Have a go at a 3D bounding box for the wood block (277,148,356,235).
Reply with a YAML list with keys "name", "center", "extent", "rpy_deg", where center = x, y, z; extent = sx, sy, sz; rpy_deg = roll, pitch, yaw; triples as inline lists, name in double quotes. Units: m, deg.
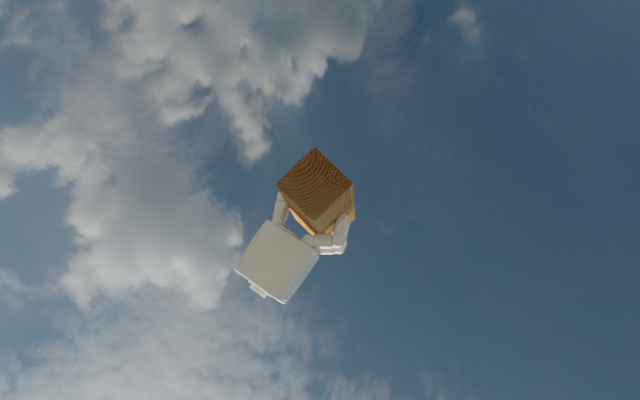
- name: "wood block"
  center: [0.000, 0.003, 0.841]
  extent: [0.091, 0.090, 0.206]
  rpy_deg: [43, -9, 15]
